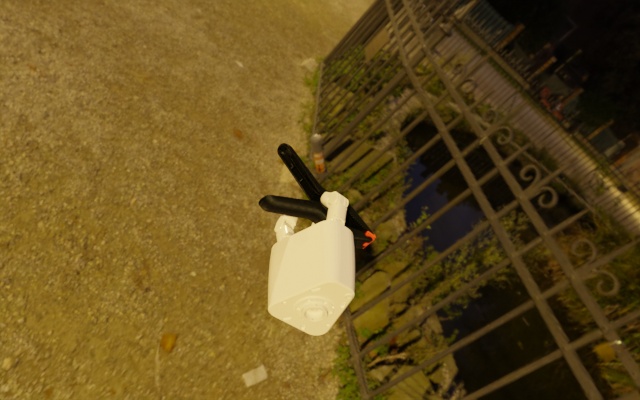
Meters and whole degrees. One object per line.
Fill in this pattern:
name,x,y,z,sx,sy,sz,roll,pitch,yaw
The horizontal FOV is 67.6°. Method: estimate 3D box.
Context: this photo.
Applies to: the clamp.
clamp,0.001,0.002,0.750,0.210,0.164,0.036,32,-56,-24
